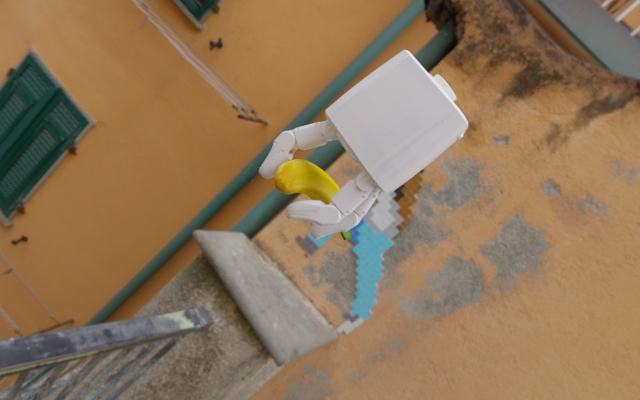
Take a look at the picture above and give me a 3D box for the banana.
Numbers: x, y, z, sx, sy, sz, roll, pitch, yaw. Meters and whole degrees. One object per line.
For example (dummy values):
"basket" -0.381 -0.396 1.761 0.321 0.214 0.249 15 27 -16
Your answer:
"banana" -0.006 -0.012 0.565 0.037 0.069 0.198 -33 -30 12
